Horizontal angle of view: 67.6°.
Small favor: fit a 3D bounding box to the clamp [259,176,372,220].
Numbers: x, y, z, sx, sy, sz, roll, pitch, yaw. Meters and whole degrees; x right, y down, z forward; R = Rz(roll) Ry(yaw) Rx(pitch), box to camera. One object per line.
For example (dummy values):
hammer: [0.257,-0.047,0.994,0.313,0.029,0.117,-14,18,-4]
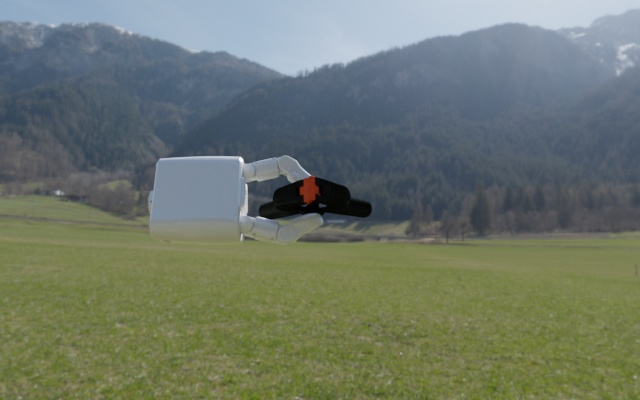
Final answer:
clamp: [0.000,0.001,0.617,0.164,0.036,0.210,-2,-8,-6]
